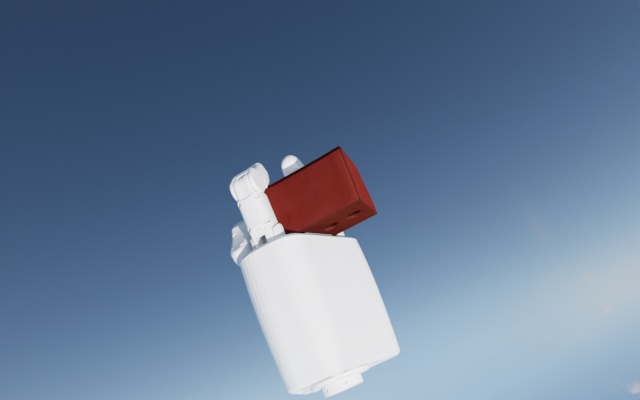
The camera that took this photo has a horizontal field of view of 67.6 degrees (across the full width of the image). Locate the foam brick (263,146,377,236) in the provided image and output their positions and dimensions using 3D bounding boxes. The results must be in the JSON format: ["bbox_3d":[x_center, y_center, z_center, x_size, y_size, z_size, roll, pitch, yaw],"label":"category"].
[{"bbox_3d":[0.000,0.001,0.406,0.078,0.051,0.053,-29,-24,13],"label":"foam brick"}]
